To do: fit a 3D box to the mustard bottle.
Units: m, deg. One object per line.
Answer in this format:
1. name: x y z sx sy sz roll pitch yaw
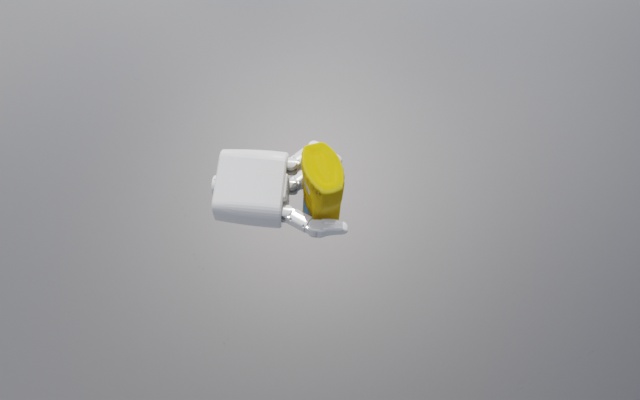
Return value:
1. mustard bottle: 0.000 0.002 0.761 0.058 0.096 0.192 -15 -32 -12
